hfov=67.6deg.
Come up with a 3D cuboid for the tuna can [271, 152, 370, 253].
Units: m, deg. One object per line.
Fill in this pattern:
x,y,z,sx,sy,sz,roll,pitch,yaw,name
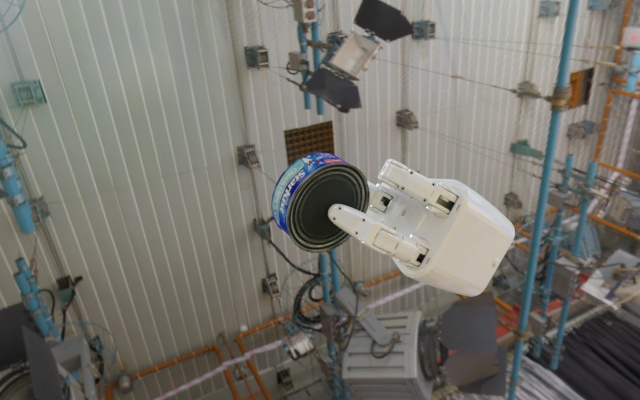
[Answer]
0.000,0.001,0.425,0.086,0.086,0.033,0,24,-36,tuna can
